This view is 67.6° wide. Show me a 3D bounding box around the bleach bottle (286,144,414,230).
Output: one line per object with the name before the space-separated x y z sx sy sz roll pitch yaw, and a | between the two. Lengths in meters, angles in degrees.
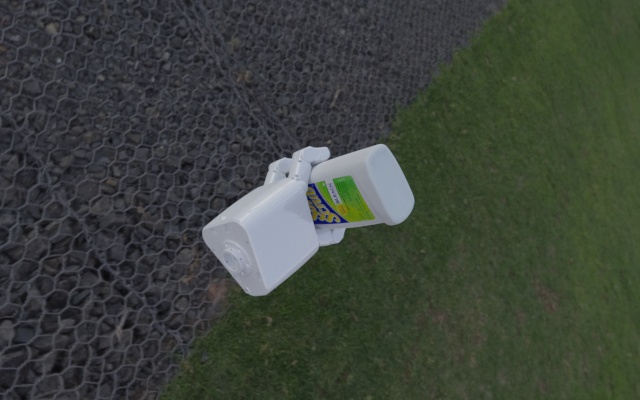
bleach bottle | 0.000 0.002 0.670 0.251 0.102 0.068 -16 18 44
